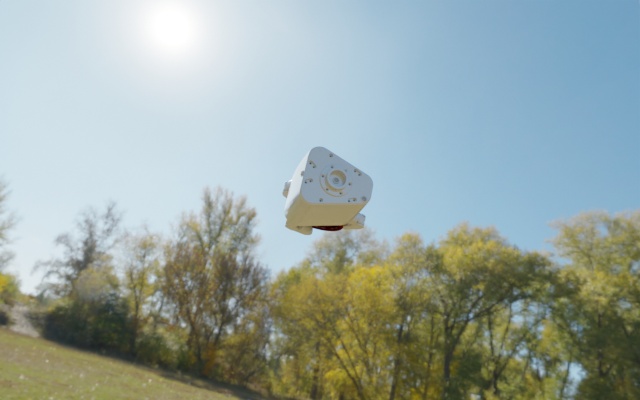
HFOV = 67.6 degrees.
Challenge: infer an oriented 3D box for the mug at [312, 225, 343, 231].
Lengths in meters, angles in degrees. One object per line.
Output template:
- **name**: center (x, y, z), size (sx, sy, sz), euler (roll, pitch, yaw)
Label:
- **mug**: center (0.000, 0.003, 0.846), size (0.093, 0.081, 0.117), euler (19, -20, -10)
